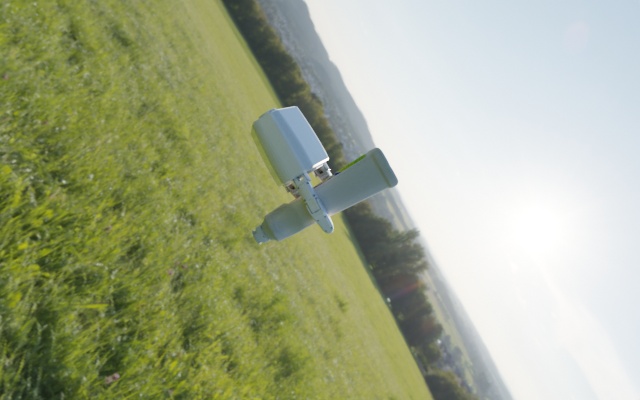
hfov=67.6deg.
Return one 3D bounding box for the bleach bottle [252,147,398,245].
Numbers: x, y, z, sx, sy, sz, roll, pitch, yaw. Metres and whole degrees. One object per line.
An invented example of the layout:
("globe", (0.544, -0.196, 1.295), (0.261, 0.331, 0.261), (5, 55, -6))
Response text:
("bleach bottle", (0.000, 0.003, 0.779), (0.251, 0.068, 0.102), (-29, 4, 7))
